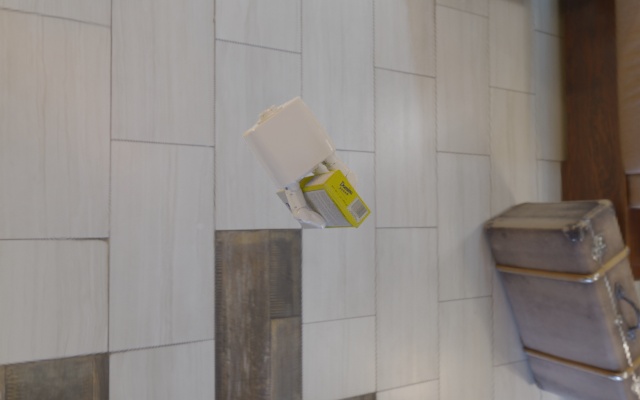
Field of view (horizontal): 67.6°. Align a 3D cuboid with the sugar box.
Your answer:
[{"bbox_3d":[0.000,0.002,0.820,0.048,0.093,0.176,-44,19,-22],"label":"sugar box"}]
